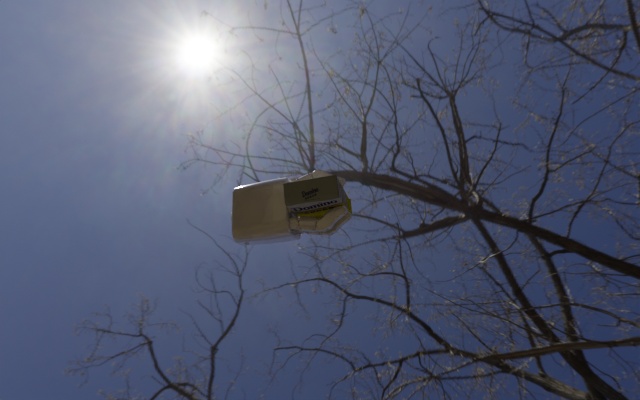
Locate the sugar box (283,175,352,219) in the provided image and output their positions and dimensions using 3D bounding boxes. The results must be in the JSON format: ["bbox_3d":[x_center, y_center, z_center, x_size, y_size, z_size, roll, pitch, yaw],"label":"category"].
[{"bbox_3d":[0.000,0.003,0.856,0.093,0.048,0.176,-9,-12,9],"label":"sugar box"}]
